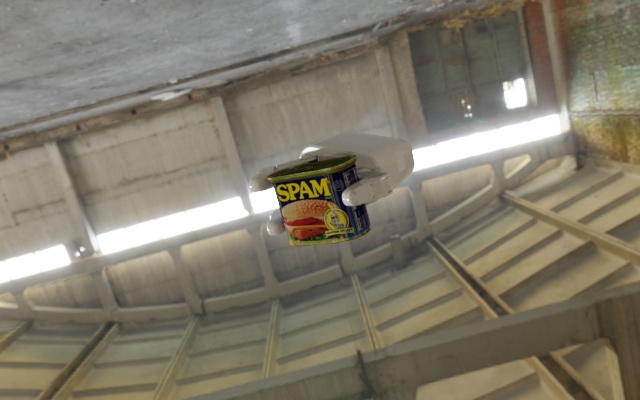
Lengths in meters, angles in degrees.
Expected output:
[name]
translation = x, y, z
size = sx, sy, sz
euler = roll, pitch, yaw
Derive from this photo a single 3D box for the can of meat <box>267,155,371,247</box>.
[can of meat]
translation = 0.000, 0.002, 0.531
size = 0.102, 0.084, 0.057
euler = -7, 15, 34
